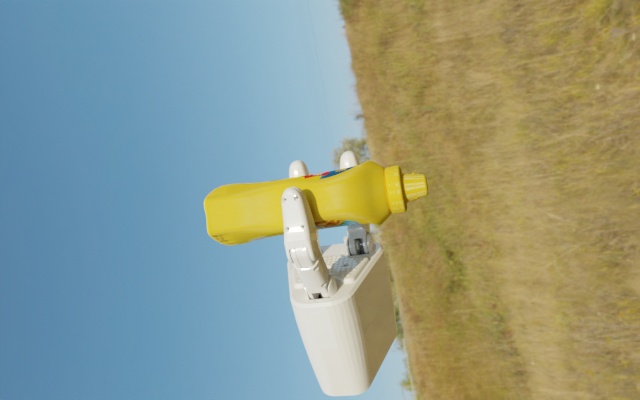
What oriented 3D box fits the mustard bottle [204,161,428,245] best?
[{"bbox_3d":[0.000,0.001,0.434,0.191,0.058,0.096,-8,-4,15],"label":"mustard bottle"}]
